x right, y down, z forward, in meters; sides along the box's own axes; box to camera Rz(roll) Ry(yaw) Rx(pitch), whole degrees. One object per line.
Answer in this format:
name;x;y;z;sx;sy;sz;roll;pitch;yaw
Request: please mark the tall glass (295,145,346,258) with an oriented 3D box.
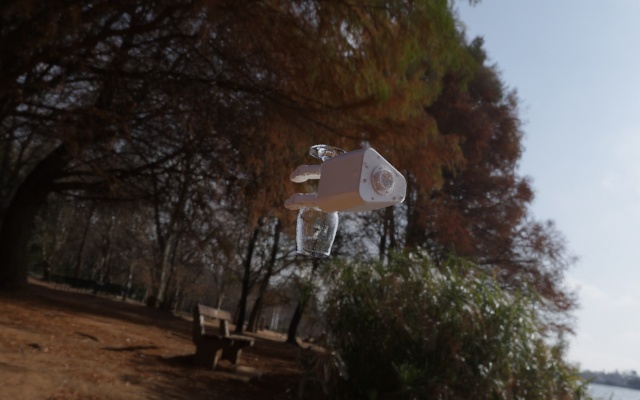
tall glass;0.000;0.002;0.892;0.079;0.201;0.079;9;-16;2
